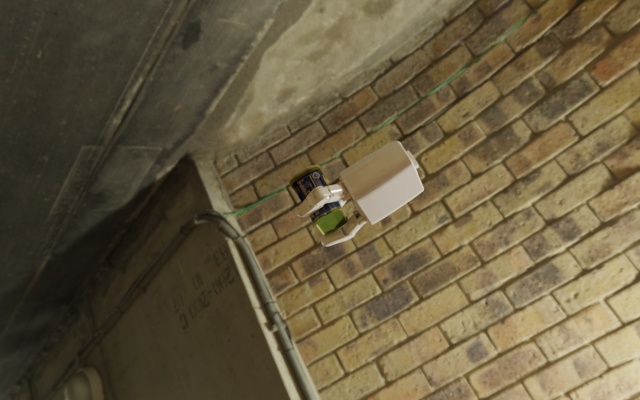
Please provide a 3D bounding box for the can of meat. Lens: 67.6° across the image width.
[{"bbox_3d":[0.000,0.003,0.780,0.057,0.084,0.102,-30,-21,1],"label":"can of meat"}]
